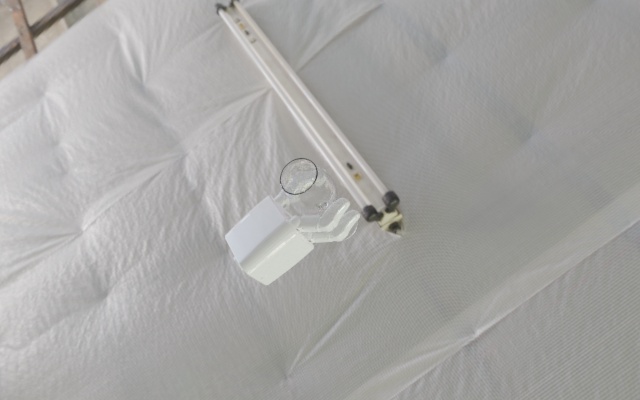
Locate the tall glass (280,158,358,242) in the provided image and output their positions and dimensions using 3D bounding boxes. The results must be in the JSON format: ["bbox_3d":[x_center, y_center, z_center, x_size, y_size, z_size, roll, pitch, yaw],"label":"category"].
[{"bbox_3d":[0.000,0.003,0.800,0.079,0.079,0.201,0,-24,21],"label":"tall glass"}]
